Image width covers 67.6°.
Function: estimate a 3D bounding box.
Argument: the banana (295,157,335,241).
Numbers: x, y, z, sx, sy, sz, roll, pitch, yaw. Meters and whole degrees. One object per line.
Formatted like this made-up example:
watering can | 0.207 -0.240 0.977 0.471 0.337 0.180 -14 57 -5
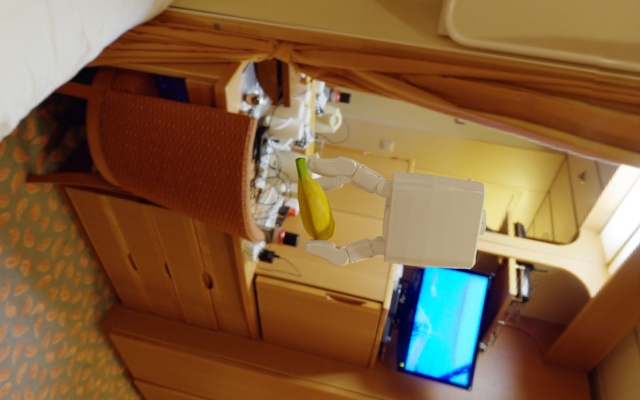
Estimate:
banana | -0.001 0.018 0.610 0.037 0.069 0.198 -1 -23 6
